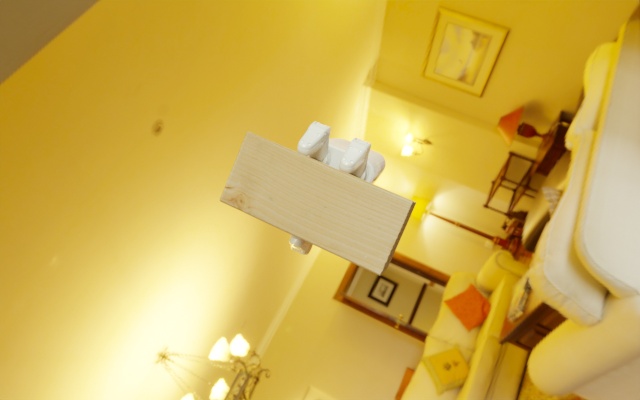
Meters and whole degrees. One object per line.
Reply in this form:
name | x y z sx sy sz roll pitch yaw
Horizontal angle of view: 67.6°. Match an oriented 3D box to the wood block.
wood block | 0.000 0.002 0.574 0.206 0.091 0.090 24 4 13
